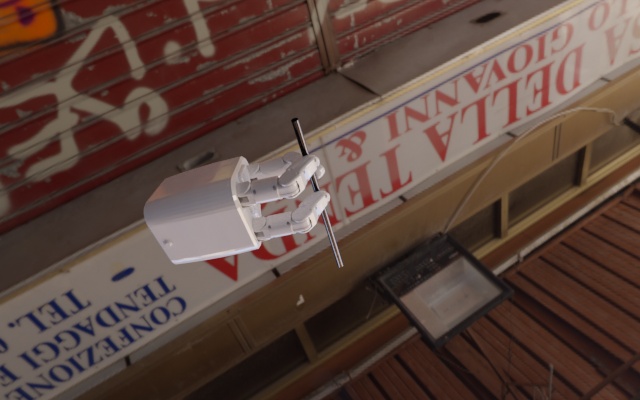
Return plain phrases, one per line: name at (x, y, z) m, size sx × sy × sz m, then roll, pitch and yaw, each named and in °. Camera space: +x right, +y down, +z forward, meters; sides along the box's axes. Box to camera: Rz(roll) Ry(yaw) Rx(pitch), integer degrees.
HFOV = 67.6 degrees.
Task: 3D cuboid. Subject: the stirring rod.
stirring rod at (0.000, 0.002, 0.588) m, size 0.011 × 0.240 × 0.011 m, roll -10°, pitch 40°, yaw 9°
